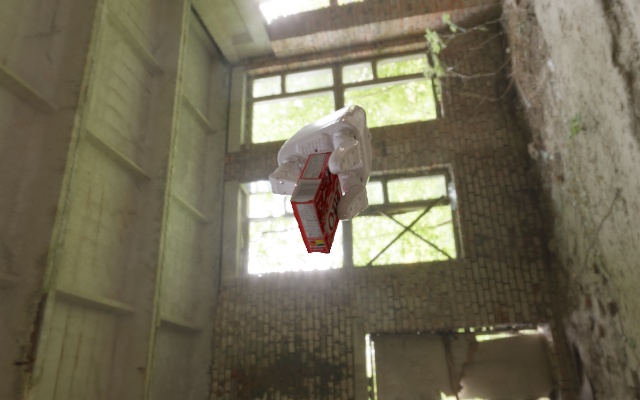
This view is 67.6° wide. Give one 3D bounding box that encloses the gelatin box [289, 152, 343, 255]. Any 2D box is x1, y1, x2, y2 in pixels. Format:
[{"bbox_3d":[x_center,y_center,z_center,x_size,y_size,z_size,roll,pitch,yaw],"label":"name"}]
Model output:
[{"bbox_3d":[0.000,0.002,0.513,0.030,0.073,0.089,-2,37,18],"label":"gelatin box"}]
